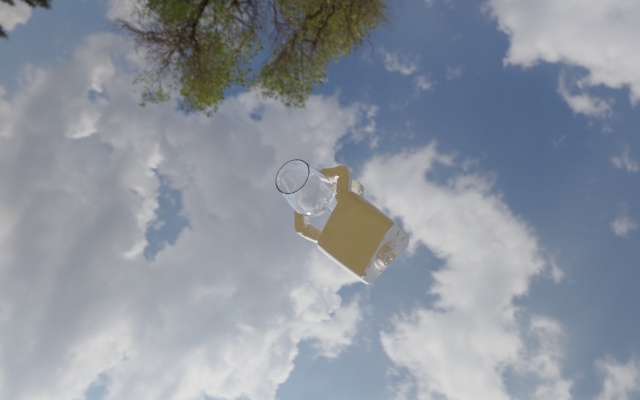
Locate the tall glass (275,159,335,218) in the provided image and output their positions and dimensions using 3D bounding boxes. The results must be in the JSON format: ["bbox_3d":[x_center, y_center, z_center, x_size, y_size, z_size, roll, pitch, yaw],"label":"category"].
[{"bbox_3d":[0.000,0.003,0.828,0.079,0.079,0.201,0,-24,30],"label":"tall glass"}]
